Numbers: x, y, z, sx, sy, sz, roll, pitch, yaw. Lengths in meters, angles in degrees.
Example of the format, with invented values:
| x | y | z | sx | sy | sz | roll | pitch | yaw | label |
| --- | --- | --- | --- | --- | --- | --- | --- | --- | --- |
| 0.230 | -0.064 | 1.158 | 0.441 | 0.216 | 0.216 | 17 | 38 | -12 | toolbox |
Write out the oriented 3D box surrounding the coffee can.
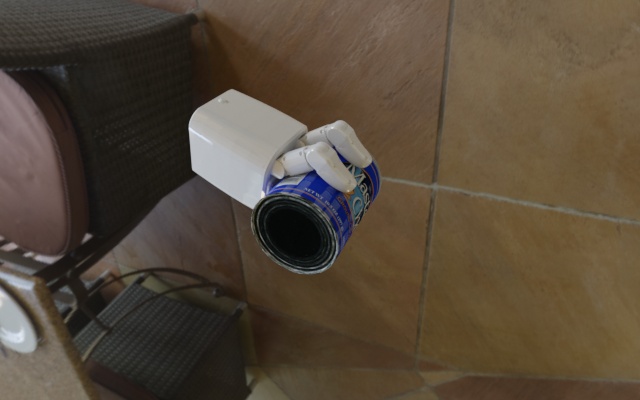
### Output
| x | y | z | sx | sy | sz | roll | pitch | yaw | label |
| --- | --- | --- | --- | --- | --- | --- | --- | --- | --- |
| 0.000 | 0.002 | 0.550 | 0.103 | 0.103 | 0.140 | 0 | 30 | 28 | coffee can |
